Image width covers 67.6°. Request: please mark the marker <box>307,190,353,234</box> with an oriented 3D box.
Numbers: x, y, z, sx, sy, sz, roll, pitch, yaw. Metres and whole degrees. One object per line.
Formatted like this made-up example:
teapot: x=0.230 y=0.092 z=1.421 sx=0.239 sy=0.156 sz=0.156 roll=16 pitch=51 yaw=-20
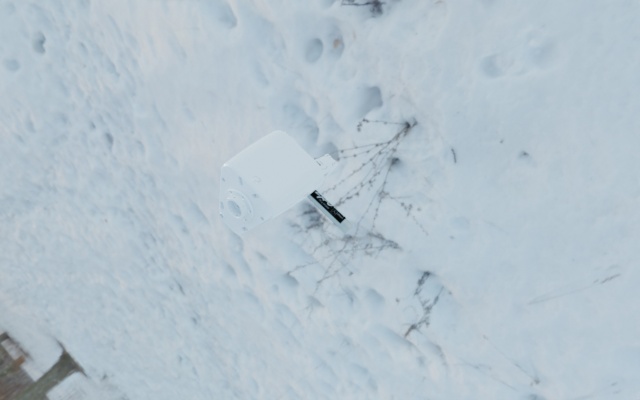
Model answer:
marker: x=0.000 y=0.002 z=0.720 sx=0.121 sy=0.020 sz=0.020 roll=44 pitch=8 yaw=8
